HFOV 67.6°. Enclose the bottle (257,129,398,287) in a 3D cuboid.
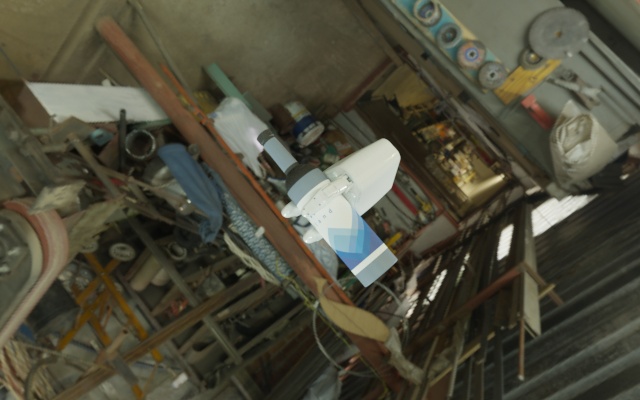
[{"bbox_3d":[0.000,0.003,0.761,0.069,0.295,0.069,-40,-8,-7],"label":"bottle"}]
